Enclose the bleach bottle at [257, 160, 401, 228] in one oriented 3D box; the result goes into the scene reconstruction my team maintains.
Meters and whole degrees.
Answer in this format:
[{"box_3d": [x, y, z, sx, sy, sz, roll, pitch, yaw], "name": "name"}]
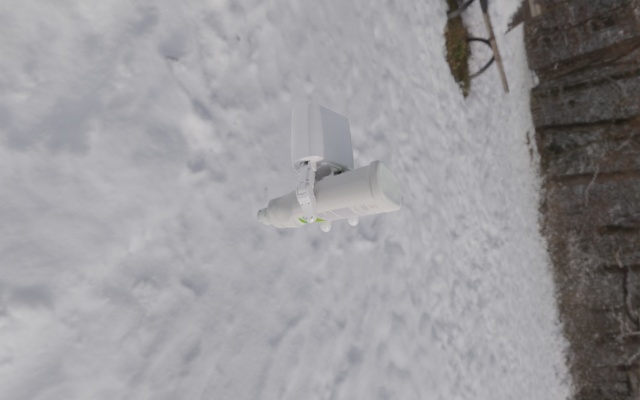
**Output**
[{"box_3d": [0.000, 0.003, 0.797, 0.251, 0.068, 0.102, -13, -22, 26], "name": "bleach bottle"}]
